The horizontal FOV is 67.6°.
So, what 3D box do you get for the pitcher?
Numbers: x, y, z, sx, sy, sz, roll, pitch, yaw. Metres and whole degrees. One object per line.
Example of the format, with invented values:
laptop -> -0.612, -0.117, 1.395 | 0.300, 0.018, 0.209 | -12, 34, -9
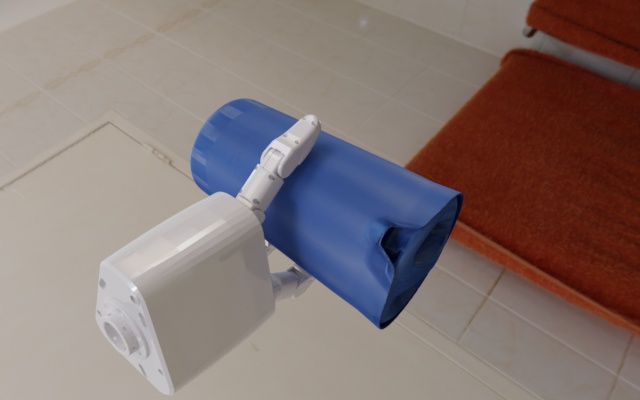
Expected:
pitcher -> 0.000, 0.002, 0.458 | 0.242, 0.149, 0.145 | 31, 44, 23
